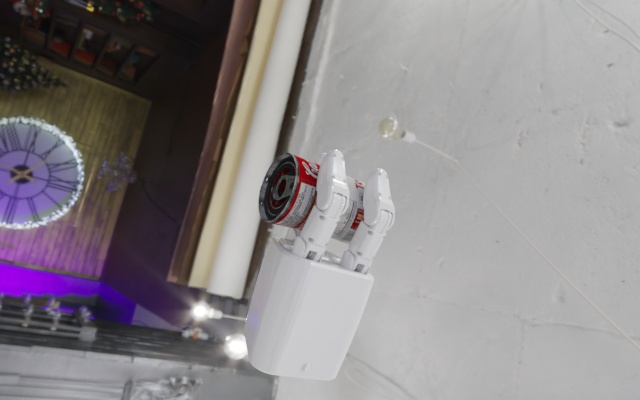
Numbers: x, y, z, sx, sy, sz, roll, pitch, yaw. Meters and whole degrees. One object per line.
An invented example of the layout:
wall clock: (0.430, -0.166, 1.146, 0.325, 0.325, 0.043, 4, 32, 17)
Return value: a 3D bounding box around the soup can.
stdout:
soup can: (0.000, 0.001, 0.469, 0.102, 0.068, 0.068, 19, -10, -31)
